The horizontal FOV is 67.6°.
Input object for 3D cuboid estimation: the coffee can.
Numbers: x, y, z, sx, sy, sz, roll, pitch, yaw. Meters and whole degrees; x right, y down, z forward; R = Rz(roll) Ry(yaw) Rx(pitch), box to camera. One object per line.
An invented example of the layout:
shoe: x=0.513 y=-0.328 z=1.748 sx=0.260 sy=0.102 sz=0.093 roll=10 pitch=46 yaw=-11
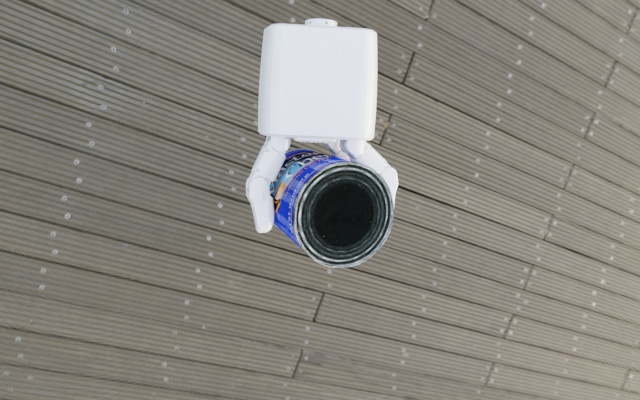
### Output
coffee can: x=0.000 y=0.002 z=0.509 sx=0.103 sy=0.103 sz=0.140 roll=0 pitch=11 yaw=-20
